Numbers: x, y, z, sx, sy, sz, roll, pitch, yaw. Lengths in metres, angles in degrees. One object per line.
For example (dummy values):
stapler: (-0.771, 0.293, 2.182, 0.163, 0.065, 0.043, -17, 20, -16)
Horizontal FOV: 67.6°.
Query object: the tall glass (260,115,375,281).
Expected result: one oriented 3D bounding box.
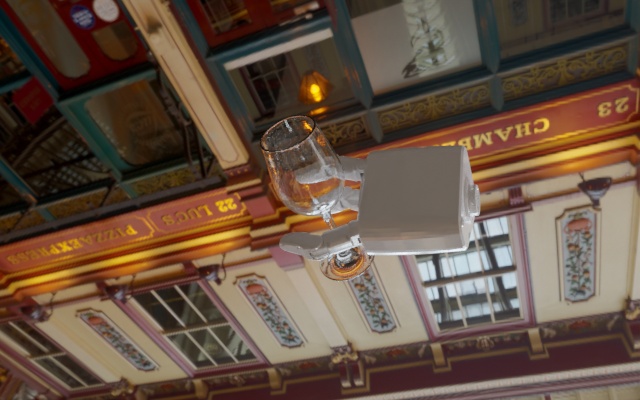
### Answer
tall glass: (0.000, 0.002, 0.546, 0.079, 0.201, 0.079, -16, 39, 13)
